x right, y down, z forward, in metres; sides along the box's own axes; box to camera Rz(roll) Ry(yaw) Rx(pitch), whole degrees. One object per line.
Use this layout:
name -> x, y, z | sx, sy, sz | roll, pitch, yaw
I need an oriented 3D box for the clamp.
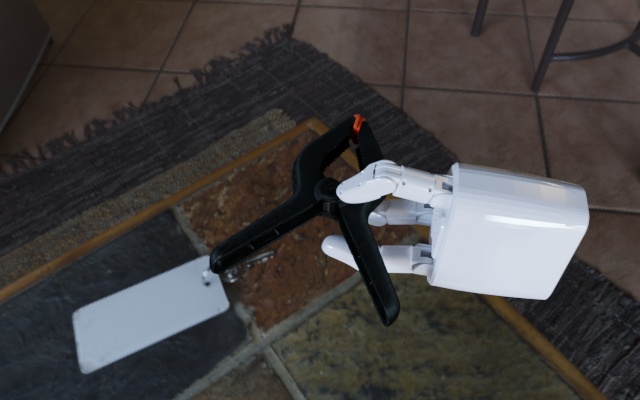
clamp -> 0.000, 0.001, 0.443 | 0.164, 0.209, 0.036 | 10, -33, 3
